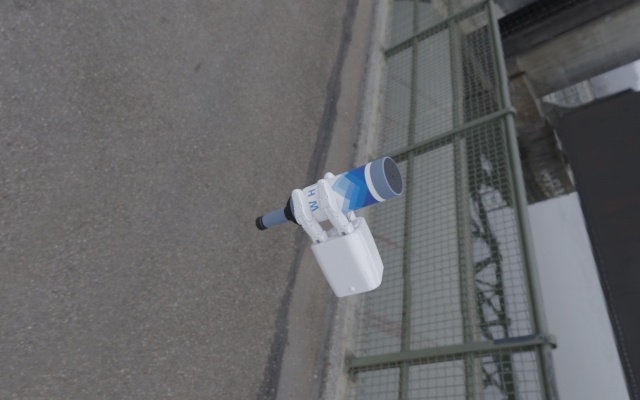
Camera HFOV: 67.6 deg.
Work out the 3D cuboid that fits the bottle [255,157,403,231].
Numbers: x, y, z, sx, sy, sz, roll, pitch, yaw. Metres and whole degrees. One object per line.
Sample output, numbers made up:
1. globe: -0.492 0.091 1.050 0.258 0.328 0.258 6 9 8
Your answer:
1. bottle: 0.000 0.003 0.848 0.296 0.069 0.069 -20 -11 32
